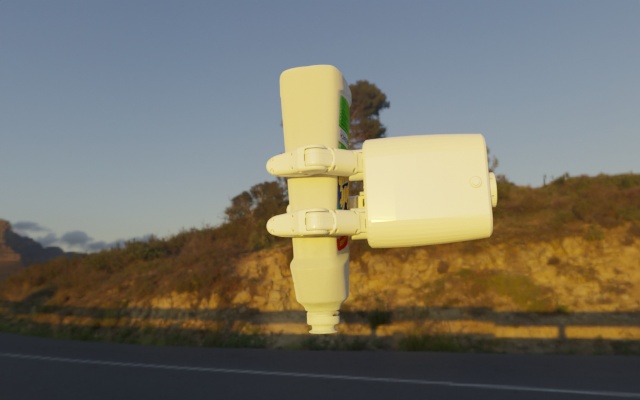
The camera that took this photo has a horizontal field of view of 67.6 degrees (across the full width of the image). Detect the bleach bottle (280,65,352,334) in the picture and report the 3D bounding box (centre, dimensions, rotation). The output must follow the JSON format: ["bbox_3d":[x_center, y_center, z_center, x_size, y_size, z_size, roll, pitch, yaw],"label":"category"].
[{"bbox_3d":[0.000,0.002,0.478,0.068,0.250,0.102,-4,-9,11],"label":"bleach bottle"}]
